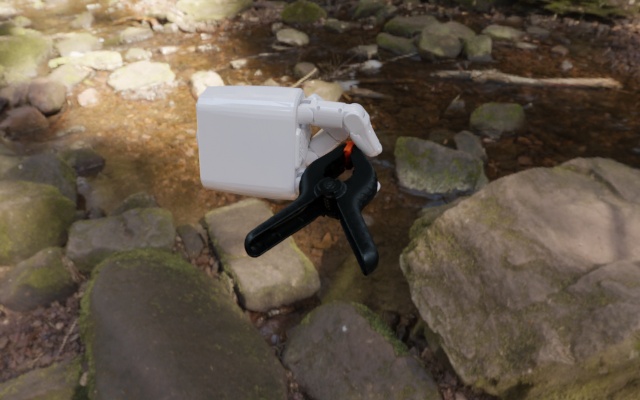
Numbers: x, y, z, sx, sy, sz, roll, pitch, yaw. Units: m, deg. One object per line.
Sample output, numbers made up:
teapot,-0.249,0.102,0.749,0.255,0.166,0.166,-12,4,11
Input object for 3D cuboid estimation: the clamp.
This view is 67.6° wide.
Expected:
clamp,0.000,0.001,0.461,0.120,0.039,0.171,5,39,7
